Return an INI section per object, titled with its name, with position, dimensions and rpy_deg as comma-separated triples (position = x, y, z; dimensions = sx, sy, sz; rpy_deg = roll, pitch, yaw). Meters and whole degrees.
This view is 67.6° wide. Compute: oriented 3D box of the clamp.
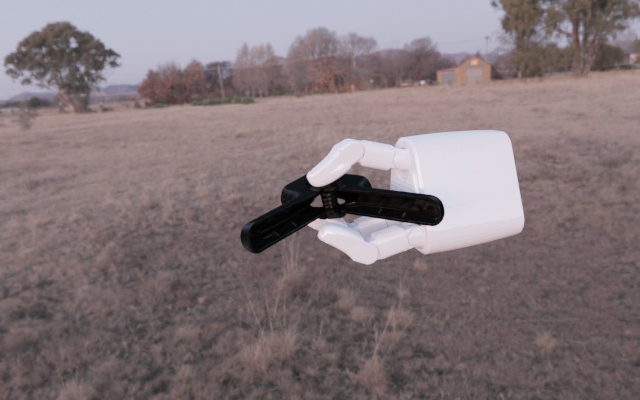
[clamp]
position = 0.000, 0.001, 0.463
dimensions = 0.164, 0.036, 0.210
rpy_deg = -9, 14, -11
